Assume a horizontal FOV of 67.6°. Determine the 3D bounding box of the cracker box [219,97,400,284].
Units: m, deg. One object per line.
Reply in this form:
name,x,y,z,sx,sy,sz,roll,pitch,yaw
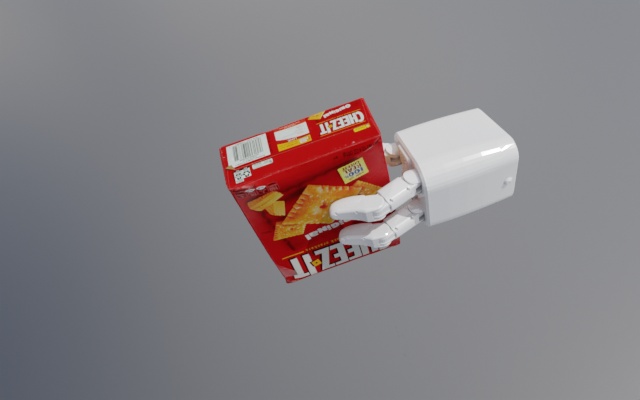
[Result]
cracker box,0.000,0.002,0.564,0.164,0.072,0.214,-19,-39,1
